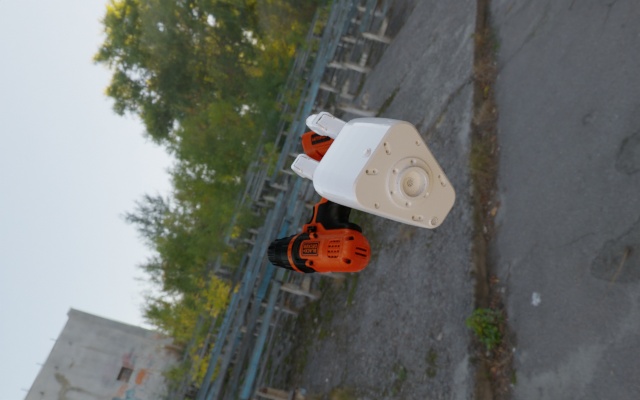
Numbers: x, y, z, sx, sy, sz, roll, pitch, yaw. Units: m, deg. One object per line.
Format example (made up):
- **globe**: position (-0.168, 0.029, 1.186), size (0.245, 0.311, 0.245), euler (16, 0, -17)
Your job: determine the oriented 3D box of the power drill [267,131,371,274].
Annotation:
- **power drill**: position (0.000, 0.002, 0.624), size (0.057, 0.187, 0.184), euler (17, -15, -38)
